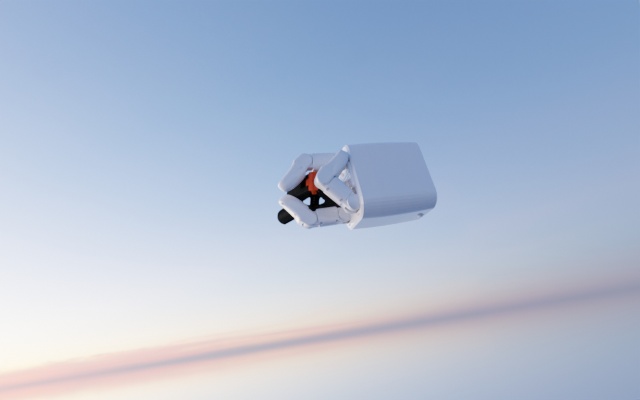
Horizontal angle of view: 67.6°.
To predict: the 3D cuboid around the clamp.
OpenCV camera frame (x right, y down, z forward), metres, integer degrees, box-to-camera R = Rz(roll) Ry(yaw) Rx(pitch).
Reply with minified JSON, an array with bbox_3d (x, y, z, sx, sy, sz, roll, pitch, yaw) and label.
[{"bbox_3d":[0.000,0.002,0.718,0.120,0.039,0.171,-5,-16,-11],"label":"clamp"}]
